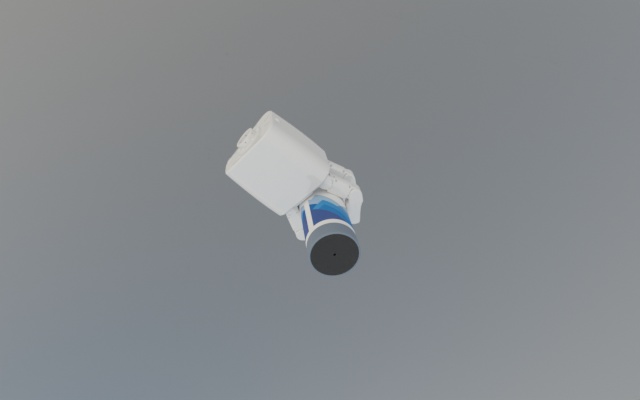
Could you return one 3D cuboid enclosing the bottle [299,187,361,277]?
[{"bbox_3d":[0.000,0.003,0.725,0.069,0.069,0.295,0,27,-8],"label":"bottle"}]
